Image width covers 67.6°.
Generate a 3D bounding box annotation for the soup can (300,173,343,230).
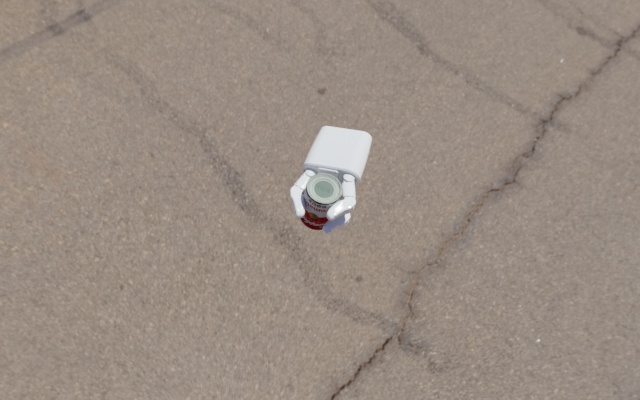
[{"bbox_3d":[0.000,0.003,0.891,0.068,0.068,0.102,0,-30,-10],"label":"soup can"}]
